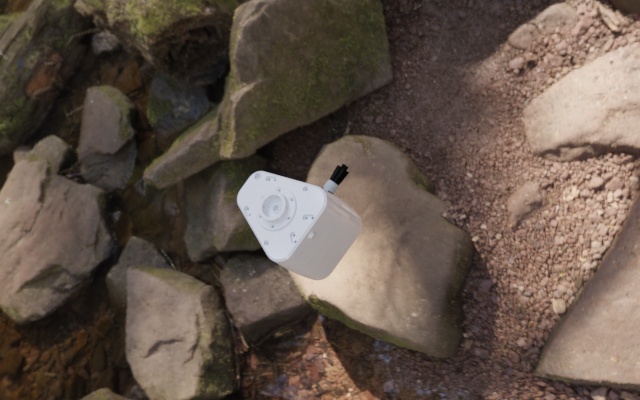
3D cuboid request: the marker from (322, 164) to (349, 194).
[{"bbox_3d":[0.000,0.002,0.649,0.020,0.121,0.020,35,-1,1],"label":"marker"}]
